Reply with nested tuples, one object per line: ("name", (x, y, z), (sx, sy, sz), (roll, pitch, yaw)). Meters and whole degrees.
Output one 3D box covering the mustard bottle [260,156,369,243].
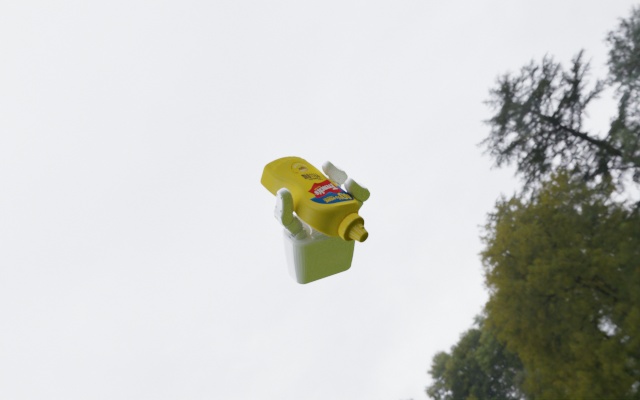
("mustard bottle", (0.000, 0.002, 0.711), (0.096, 0.058, 0.191), (-8, 37, -44))
